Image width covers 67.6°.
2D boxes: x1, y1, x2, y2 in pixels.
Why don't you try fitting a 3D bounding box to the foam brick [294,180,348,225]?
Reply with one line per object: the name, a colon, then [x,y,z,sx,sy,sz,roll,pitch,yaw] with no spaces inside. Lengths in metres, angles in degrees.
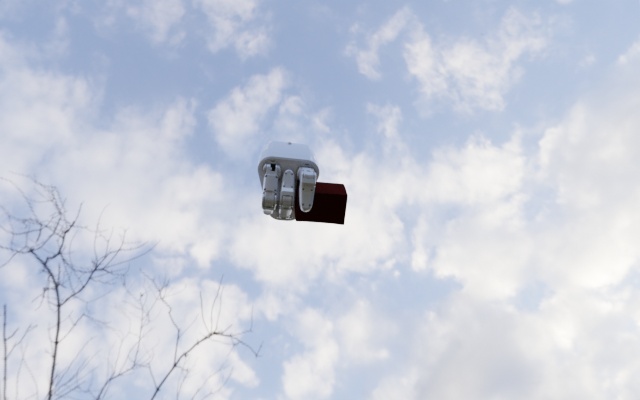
foam brick: [0.000,0.003,0.752,0.078,0.053,0.051,5,22,-7]
